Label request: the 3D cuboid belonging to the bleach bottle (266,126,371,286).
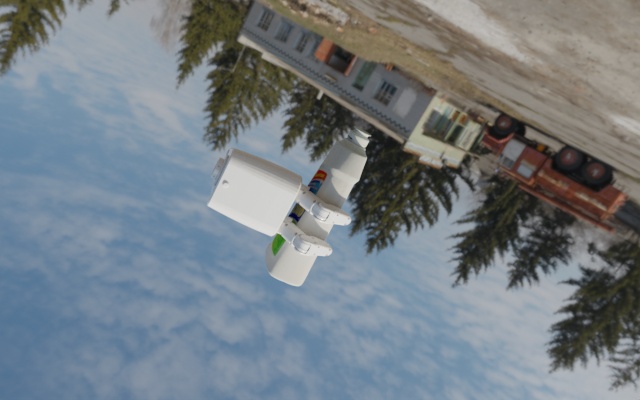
[{"bbox_3d":[0.000,0.002,0.723,0.068,0.251,0.102,25,16,-15],"label":"bleach bottle"}]
